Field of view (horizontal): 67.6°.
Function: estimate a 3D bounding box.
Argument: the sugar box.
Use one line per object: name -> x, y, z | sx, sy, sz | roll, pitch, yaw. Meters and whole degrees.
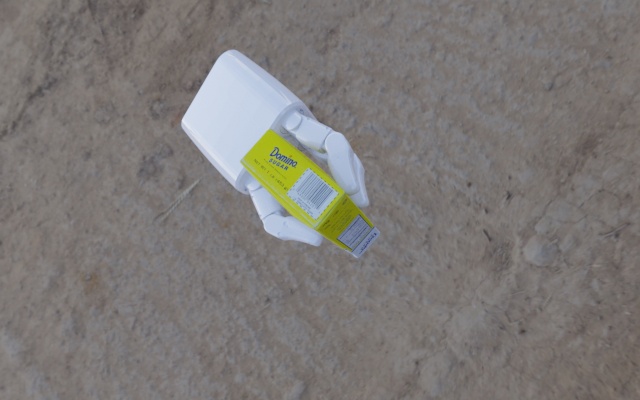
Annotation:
sugar box -> 0.000, 0.001, 0.465 | 0.093, 0.048, 0.176 | 42, 3, 21
